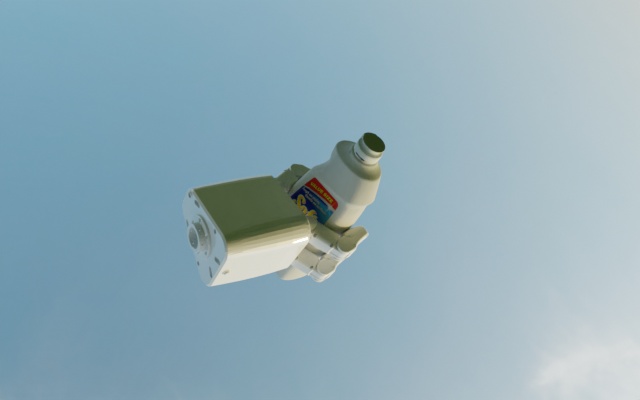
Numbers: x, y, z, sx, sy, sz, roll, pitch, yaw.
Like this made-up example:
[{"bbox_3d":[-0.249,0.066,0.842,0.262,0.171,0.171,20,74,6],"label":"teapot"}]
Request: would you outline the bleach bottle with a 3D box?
[{"bbox_3d":[0.000,0.002,0.599,0.068,0.102,0.251,-11,-28,-37],"label":"bleach bottle"}]
